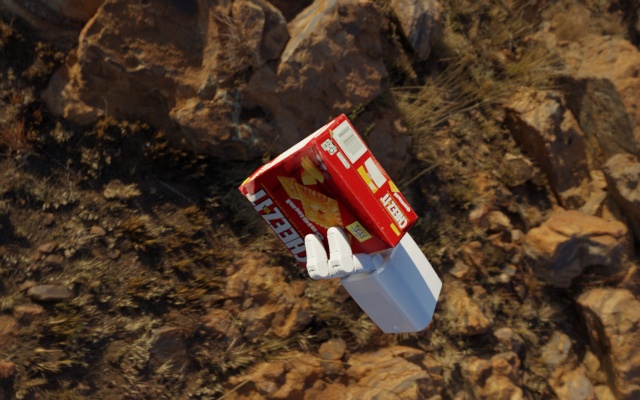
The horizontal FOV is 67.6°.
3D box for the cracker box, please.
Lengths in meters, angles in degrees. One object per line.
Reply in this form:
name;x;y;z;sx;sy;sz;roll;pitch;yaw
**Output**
cracker box;0.000;0.002;0.652;0.072;0.164;0.214;-45;12;-35
